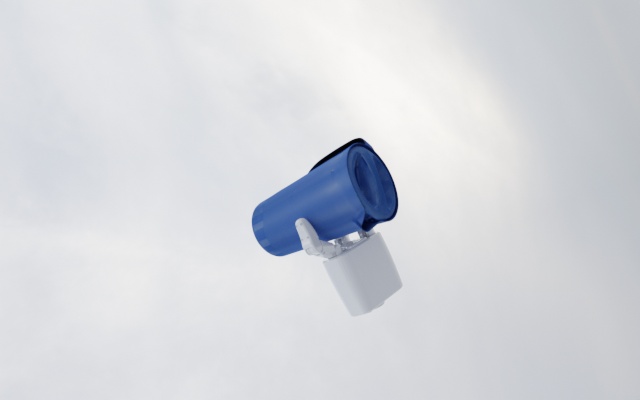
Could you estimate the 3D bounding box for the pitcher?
[{"bbox_3d":[0.000,0.003,0.813,0.243,0.145,0.149,-25,1,35],"label":"pitcher"}]
